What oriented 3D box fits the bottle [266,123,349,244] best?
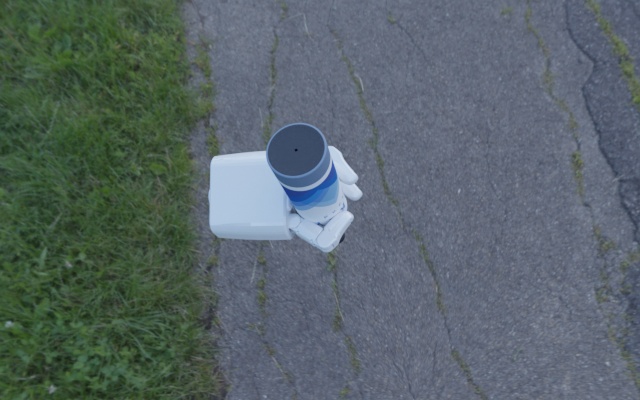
[{"bbox_3d":[0.000,0.002,0.637,0.069,0.069,0.296,0,-22,11],"label":"bottle"}]
